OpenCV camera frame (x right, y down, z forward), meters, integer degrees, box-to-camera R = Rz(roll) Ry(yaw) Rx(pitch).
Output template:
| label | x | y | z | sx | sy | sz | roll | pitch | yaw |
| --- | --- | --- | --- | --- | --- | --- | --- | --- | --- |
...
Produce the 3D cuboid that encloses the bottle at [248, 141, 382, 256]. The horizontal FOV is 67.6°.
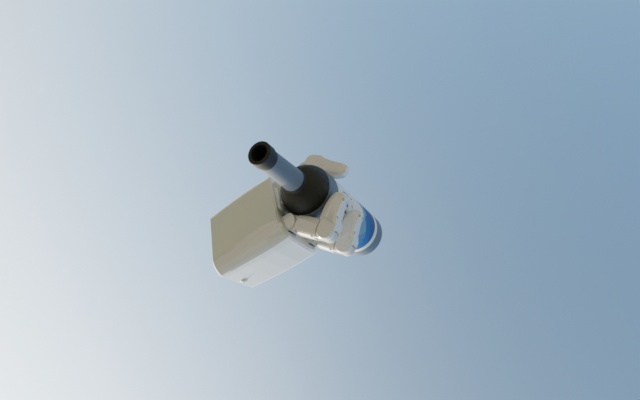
| label | x | y | z | sx | sy | sz | roll | pitch | yaw |
| --- | --- | --- | --- | --- | --- | --- | --- | --- | --- |
| bottle | 0.000 | 0.002 | 0.611 | 0.069 | 0.069 | 0.296 | 0 | -20 | 27 |
